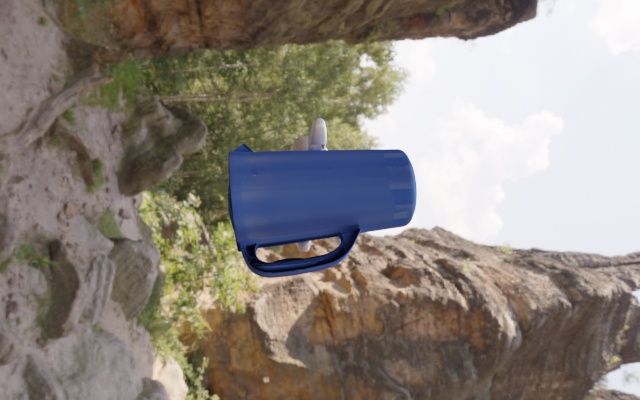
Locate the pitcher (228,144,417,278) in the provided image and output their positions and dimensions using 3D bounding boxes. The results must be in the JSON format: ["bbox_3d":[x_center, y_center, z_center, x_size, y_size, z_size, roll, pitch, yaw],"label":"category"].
[{"bbox_3d":[0.000,0.002,0.639,0.243,0.149,0.145,-5,20,-7],"label":"pitcher"}]
